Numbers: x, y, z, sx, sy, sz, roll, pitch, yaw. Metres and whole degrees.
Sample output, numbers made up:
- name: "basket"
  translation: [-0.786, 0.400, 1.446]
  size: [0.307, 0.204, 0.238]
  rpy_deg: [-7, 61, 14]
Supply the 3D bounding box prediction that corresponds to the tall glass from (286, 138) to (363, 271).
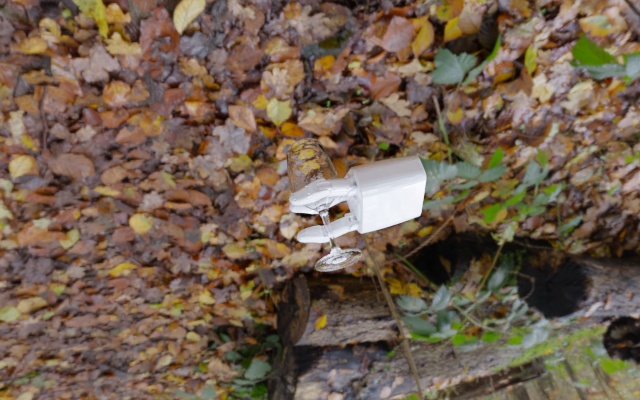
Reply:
- name: "tall glass"
  translation: [0.000, 0.003, 0.737]
  size: [0.079, 0.201, 0.079]
  rpy_deg: [-15, -25, -7]
